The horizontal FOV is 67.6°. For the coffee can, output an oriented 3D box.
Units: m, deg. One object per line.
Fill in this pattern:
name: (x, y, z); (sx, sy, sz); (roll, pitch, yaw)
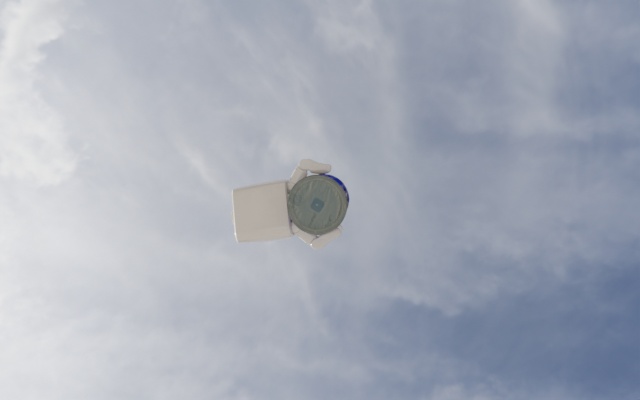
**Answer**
coffee can: (0.000, 0.003, 0.876); (0.103, 0.103, 0.140); (0, 4, 5)
